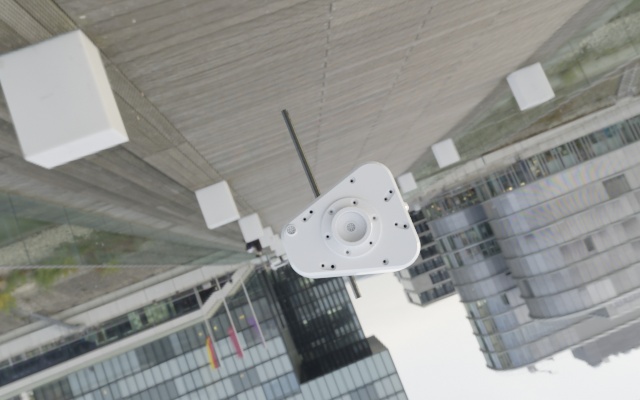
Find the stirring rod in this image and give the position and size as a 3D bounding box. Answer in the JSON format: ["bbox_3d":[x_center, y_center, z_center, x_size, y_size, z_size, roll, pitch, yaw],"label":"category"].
[{"bbox_3d":[0.000,0.002,0.566,0.011,0.239,0.011,-21,-6,-3],"label":"stirring rod"}]
